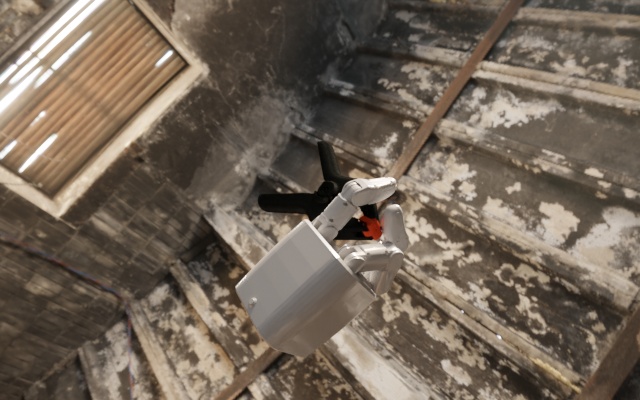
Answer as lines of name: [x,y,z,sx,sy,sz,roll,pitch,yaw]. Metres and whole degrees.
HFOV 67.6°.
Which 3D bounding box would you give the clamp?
clamp: [0.001,0.002,0.559,0.039,0.120,0.171,49,-1,-42]
